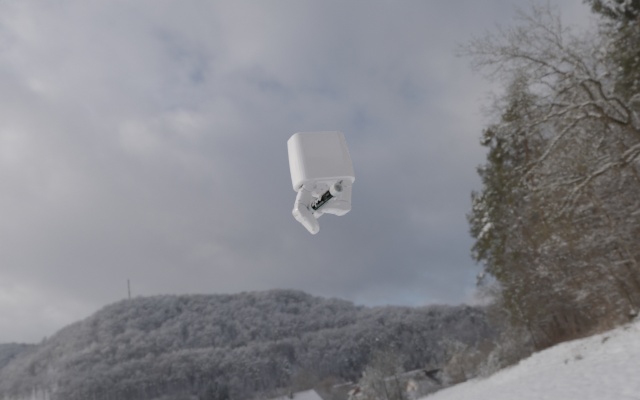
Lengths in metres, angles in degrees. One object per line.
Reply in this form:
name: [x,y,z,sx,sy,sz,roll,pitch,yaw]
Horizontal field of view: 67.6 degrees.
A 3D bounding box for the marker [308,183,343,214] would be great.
marker: [0.000,0.003,0.844,0.020,0.020,0.121,0,-24,-33]
